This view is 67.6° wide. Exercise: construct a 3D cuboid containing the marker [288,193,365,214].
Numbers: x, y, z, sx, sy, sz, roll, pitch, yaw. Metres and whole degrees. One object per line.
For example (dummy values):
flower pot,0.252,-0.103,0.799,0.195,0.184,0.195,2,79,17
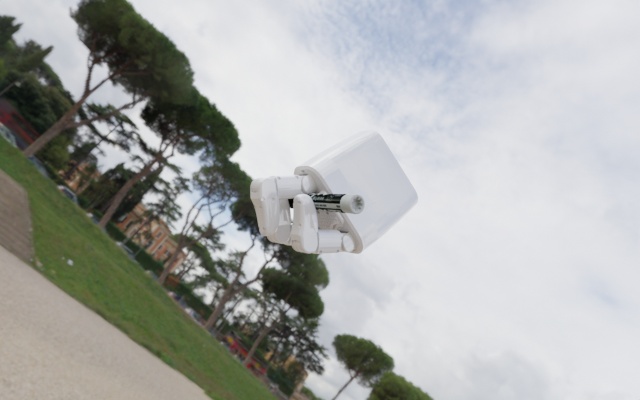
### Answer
marker,0.000,0.002,0.495,0.020,0.020,0.121,0,2,-35
